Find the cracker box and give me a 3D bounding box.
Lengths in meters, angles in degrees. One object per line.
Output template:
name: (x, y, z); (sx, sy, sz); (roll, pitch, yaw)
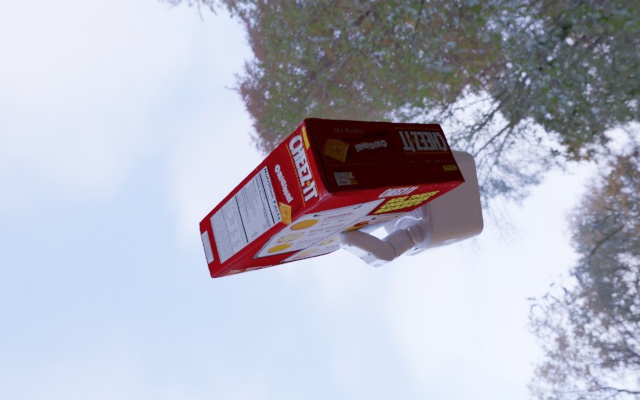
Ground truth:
cracker box: (0.000, 0.002, 0.463); (0.164, 0.072, 0.214); (-6, -20, -39)
